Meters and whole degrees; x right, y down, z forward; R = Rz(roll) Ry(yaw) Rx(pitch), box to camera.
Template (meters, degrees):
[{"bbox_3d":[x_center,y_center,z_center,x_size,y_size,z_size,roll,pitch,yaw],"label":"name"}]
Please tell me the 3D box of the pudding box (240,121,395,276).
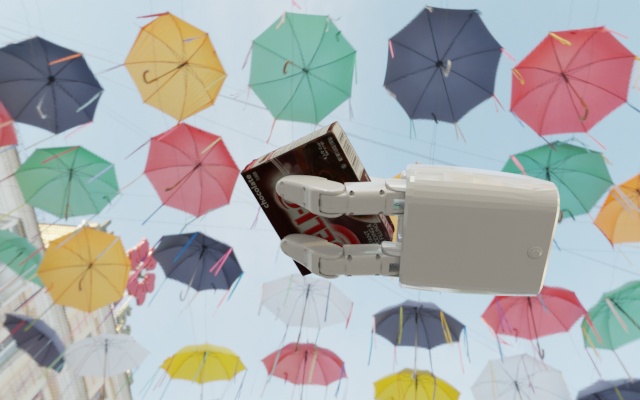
[{"bbox_3d":[0.000,0.001,0.408,0.090,0.113,0.039,-22,17,22],"label":"pudding box"}]
